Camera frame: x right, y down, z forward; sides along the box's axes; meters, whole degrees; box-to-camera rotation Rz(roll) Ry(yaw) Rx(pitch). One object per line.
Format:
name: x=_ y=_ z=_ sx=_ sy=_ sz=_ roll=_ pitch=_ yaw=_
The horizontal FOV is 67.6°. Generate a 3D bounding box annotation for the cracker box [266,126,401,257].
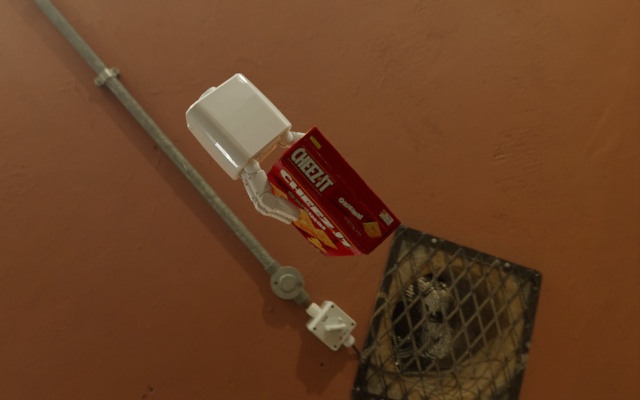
cracker box: x=0.000 y=0.002 z=0.681 sx=0.072 sy=0.164 sz=0.214 roll=-44 pitch=4 yaw=-14
